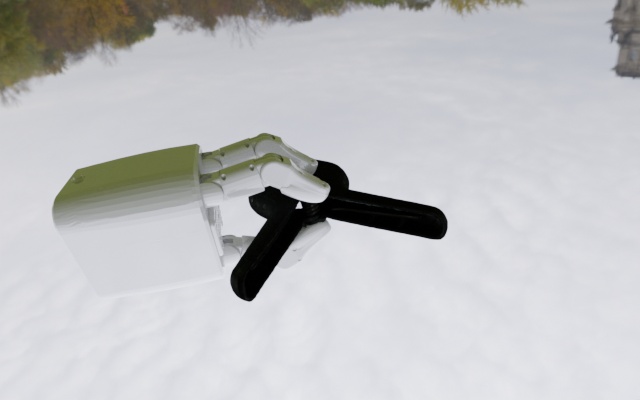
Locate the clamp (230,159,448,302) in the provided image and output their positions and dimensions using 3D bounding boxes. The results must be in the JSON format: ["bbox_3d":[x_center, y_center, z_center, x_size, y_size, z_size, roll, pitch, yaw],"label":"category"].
[{"bbox_3d":[0.000,0.002,0.418,0.164,0.036,0.210,-12,27,-7],"label":"clamp"}]
